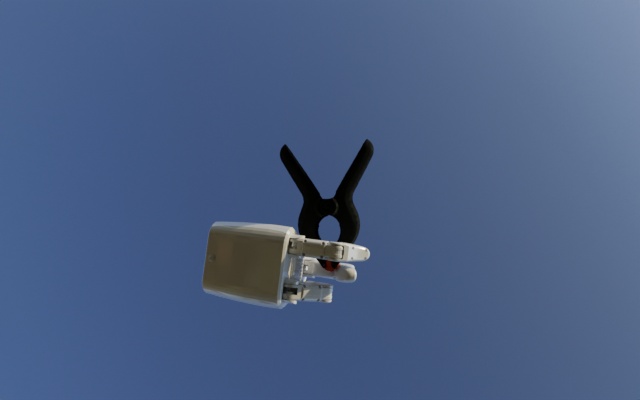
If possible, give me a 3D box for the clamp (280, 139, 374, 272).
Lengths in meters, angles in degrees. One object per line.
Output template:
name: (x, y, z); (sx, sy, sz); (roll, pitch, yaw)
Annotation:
clamp: (0.000, 0.002, 0.612); (0.120, 0.171, 0.039); (6, -4, 15)
